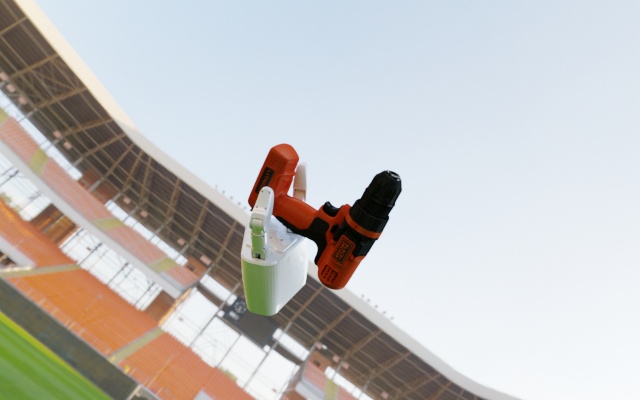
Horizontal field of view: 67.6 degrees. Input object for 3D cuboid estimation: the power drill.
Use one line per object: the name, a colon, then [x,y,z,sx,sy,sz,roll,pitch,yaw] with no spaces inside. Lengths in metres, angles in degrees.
power drill: [0.000,0.002,0.643,0.187,0.184,0.057,38,24,21]
